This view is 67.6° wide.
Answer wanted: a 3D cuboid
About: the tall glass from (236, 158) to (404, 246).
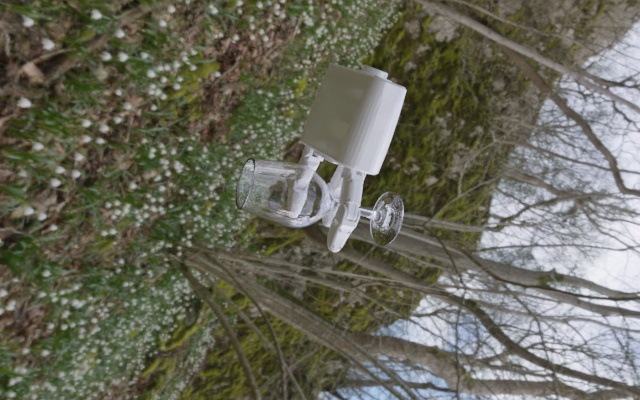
[{"bbox_3d":[0.001,0.002,0.593,0.201,0.079,0.079,14,-6,-24],"label":"tall glass"}]
